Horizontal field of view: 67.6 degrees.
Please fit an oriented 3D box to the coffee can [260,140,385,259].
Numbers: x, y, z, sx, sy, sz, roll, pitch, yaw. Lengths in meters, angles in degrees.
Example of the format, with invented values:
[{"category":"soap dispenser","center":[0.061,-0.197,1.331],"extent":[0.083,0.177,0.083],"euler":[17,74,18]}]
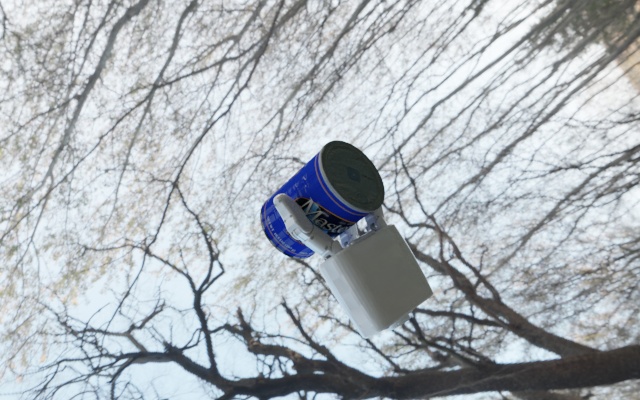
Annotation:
[{"category":"coffee can","center":[0.000,0.002,0.630],"extent":[0.103,0.102,0.140],"euler":[0,-30,-44]}]
